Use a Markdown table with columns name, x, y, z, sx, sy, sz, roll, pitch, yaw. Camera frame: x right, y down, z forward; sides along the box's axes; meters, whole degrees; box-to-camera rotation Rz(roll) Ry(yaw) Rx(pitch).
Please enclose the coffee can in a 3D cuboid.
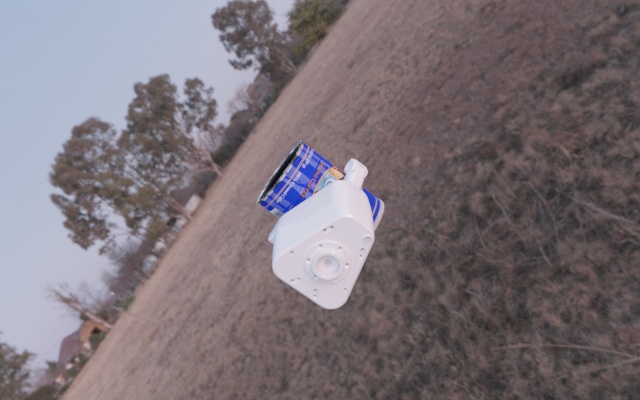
| name | x | y | z | sx | sy | sz | roll | pitch | yaw |
| --- | --- | --- | --- | --- | --- | --- | --- | --- | --- |
| coffee can | 0.000 | 0.002 | 0.646 | 0.140 | 0.103 | 0.103 | 36 | -9 | -12 |
